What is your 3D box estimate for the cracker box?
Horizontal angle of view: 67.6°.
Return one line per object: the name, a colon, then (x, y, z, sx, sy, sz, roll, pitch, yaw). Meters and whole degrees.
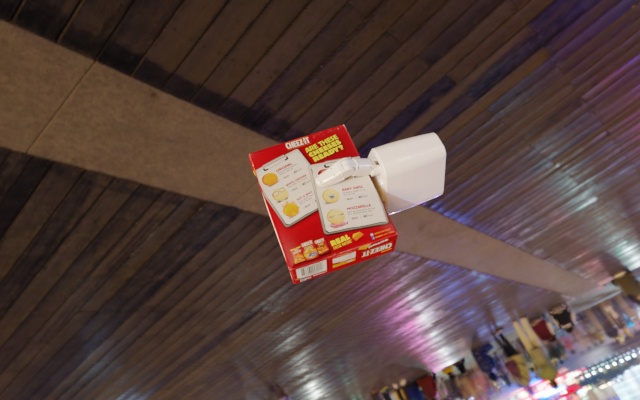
cracker box: (0.000, 0.002, 0.738, 0.164, 0.213, 0.072, -18, -30, -9)
